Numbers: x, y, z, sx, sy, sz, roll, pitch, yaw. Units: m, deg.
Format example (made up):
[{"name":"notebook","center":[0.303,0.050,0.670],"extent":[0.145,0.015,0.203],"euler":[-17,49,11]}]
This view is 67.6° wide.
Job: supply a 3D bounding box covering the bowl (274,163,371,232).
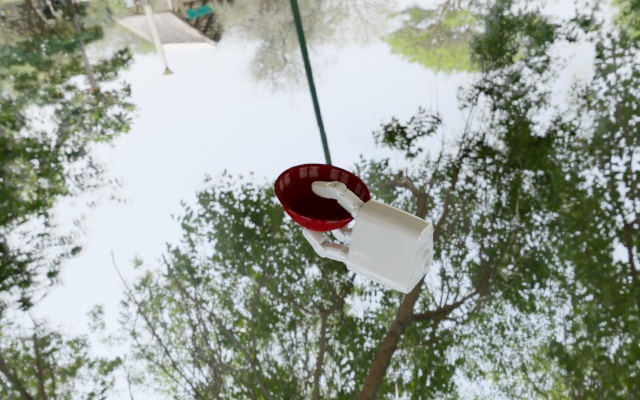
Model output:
[{"name":"bowl","center":[-0.001,0.002,0.808],"extent":[0.162,0.055,0.162],"euler":[6,38,-5]}]
